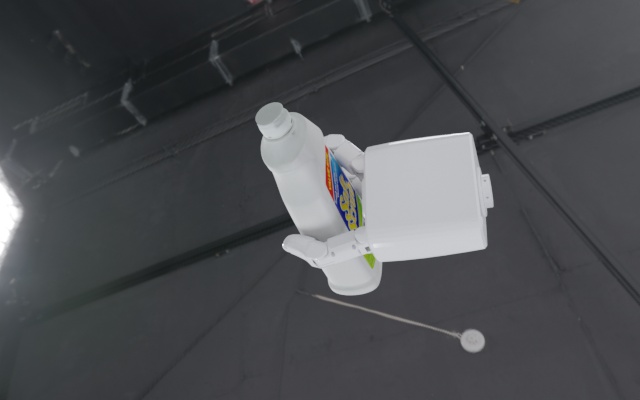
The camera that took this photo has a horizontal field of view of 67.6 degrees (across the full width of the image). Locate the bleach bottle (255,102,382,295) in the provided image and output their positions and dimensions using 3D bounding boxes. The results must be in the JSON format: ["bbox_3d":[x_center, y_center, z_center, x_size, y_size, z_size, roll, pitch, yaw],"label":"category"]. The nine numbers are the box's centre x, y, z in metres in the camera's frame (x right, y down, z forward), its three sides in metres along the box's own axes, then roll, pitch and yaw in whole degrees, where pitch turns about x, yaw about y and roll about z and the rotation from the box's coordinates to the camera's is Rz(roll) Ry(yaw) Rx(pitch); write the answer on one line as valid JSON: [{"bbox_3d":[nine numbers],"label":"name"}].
[{"bbox_3d":[0.000,0.002,0.515,0.068,0.102,0.251,-9,-39,22],"label":"bleach bottle"}]
